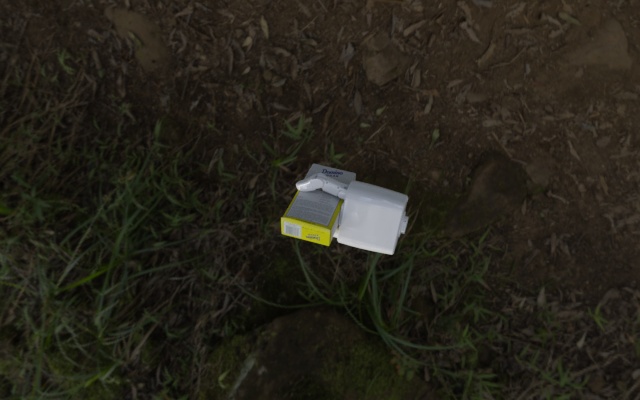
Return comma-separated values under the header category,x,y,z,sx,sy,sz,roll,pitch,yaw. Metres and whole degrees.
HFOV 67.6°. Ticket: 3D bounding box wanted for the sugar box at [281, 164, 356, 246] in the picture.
category,x,y,z,sx,sy,sz,roll,pitch,yaw
sugar box,0.000,0.003,0.897,0.093,0.048,0.176,14,39,12
